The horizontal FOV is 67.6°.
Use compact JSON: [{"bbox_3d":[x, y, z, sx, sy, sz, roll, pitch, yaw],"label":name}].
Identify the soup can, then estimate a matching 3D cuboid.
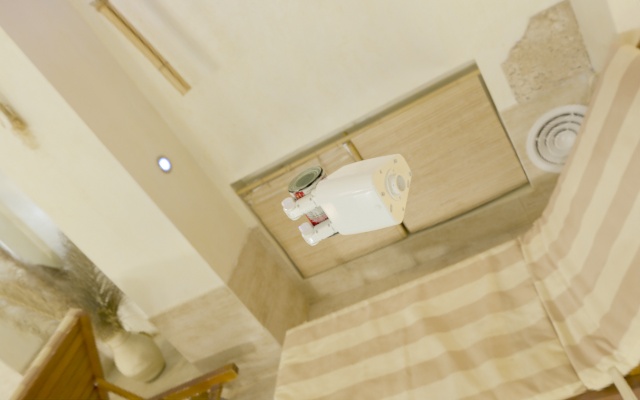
[{"bbox_3d":[0.000,0.002,0.791,0.068,0.102,0.068,-28,24,14],"label":"soup can"}]
